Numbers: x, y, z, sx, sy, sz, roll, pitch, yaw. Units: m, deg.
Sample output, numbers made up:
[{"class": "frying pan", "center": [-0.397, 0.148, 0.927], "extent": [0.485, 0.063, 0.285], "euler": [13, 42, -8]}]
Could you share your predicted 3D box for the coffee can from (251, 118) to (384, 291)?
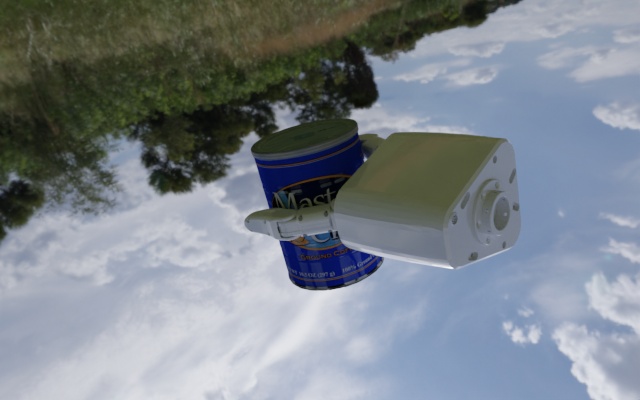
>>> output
[{"class": "coffee can", "center": [0.000, 0.001, 0.470], "extent": [0.103, 0.140, 0.102], "euler": [-12, 20, 5]}]
